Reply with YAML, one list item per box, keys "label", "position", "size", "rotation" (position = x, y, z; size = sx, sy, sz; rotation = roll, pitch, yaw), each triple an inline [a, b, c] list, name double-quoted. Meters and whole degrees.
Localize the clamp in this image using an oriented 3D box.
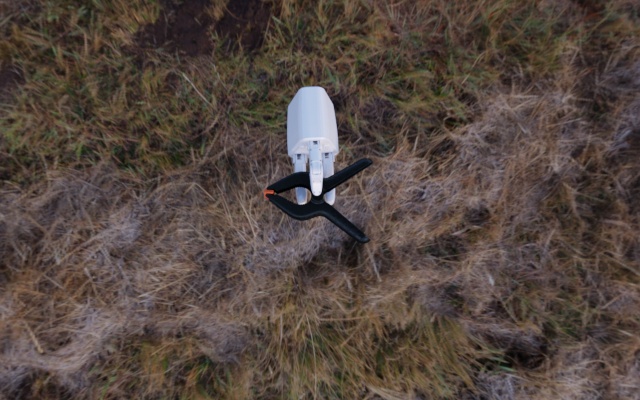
- label: "clamp"
  position: [0.000, 0.002, 0.892]
  size: [0.210, 0.164, 0.036]
  rotation: [-3, -16, -3]
